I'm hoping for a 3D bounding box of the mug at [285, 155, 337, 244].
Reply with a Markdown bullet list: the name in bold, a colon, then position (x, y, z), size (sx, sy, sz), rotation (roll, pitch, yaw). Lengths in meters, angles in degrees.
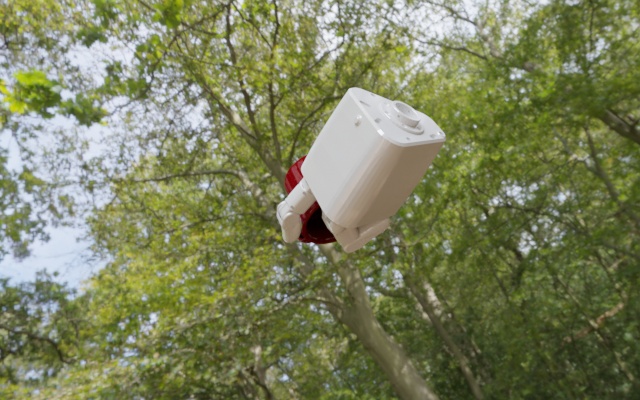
- **mug**: position (-0.001, 0.003, 0.596), size (0.093, 0.081, 0.117), rotation (6, -48, -38)
